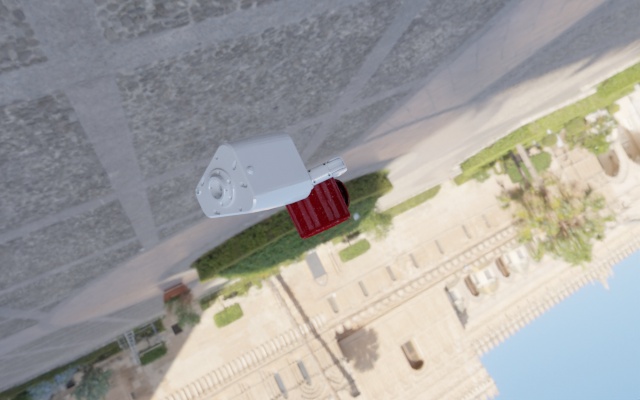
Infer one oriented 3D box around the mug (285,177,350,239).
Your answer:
[{"bbox_3d":[0.001,0.002,0.716,0.117,0.081,0.093,-19,-8,-46],"label":"mug"}]
